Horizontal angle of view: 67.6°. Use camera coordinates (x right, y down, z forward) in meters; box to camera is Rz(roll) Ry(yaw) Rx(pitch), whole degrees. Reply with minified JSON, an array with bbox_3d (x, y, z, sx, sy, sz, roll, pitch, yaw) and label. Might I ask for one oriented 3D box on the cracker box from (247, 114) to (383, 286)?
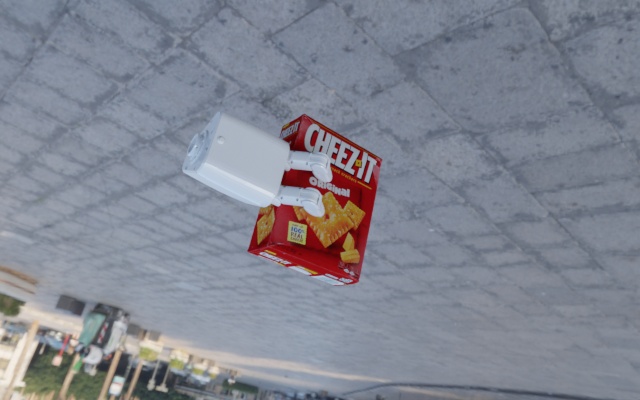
[{"bbox_3d":[0.000,0.003,0.722,0.164,0.213,0.072,26,-25,-28],"label":"cracker box"}]
